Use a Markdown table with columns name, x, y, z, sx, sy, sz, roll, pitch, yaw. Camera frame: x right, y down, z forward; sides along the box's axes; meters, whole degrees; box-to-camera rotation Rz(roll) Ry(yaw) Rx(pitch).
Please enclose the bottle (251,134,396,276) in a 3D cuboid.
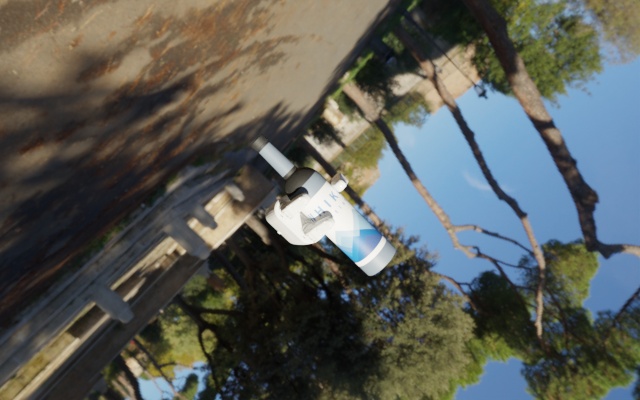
| name | x | y | z | sx | sy | sz | roll | pitch | yaw |
| --- | --- | --- | --- | --- | --- | --- | --- | --- | --- |
| bottle | 0.000 | 0.003 | 0.798 | 0.296 | 0.069 | 0.069 | 44 | -7 | -8 |
